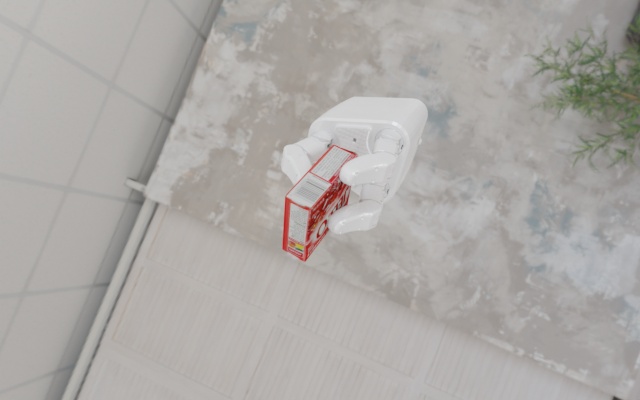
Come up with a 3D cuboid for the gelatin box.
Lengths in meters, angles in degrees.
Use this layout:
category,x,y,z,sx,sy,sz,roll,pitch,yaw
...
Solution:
category,x,y,z,sx,sy,sz,roll,pitch,yaw
gelatin box,-0.001,0.001,0.447,0.030,0.073,0.089,26,48,17
